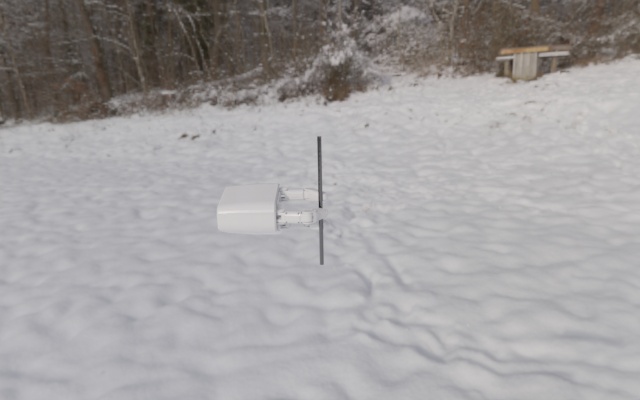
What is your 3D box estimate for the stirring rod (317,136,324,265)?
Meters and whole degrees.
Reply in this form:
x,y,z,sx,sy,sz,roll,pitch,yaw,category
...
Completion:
x,y,z,sx,sy,sz,roll,pitch,yaw,category
0.000,0.003,0.881,0.011,0.239,0.011,-1,11,0,stirring rod
